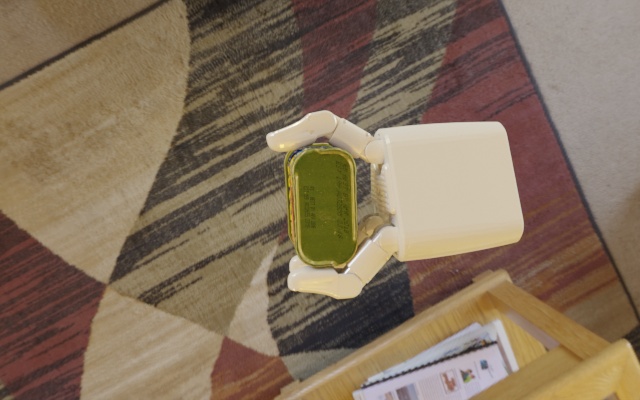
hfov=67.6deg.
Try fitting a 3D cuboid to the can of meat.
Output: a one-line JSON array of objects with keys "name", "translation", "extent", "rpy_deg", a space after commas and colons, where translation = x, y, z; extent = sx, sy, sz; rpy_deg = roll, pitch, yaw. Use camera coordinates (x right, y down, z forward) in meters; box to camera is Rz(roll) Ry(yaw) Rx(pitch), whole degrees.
[{"name": "can of meat", "translation": [0.000, 0.001, 0.418], "extent": [0.057, 0.102, 0.084], "rpy_deg": [-3, 8, -6]}]
